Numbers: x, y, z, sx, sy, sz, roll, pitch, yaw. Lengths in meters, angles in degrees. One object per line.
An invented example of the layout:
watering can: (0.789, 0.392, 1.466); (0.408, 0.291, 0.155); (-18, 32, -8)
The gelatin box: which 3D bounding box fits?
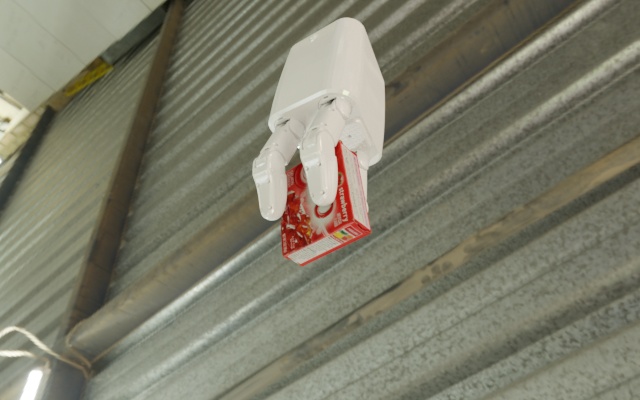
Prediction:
gelatin box: (0.000, 0.002, 0.411); (0.073, 0.089, 0.030); (-28, -41, 26)
